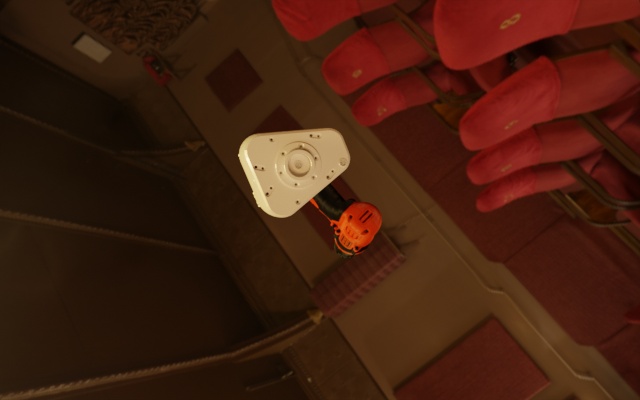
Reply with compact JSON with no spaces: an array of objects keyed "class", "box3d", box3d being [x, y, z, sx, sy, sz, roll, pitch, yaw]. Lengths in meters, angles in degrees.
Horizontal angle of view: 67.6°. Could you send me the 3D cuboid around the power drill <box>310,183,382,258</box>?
[{"class":"power drill","box3d":[0.000,0.002,0.689,0.187,0.057,0.184,41,-19,8]}]
